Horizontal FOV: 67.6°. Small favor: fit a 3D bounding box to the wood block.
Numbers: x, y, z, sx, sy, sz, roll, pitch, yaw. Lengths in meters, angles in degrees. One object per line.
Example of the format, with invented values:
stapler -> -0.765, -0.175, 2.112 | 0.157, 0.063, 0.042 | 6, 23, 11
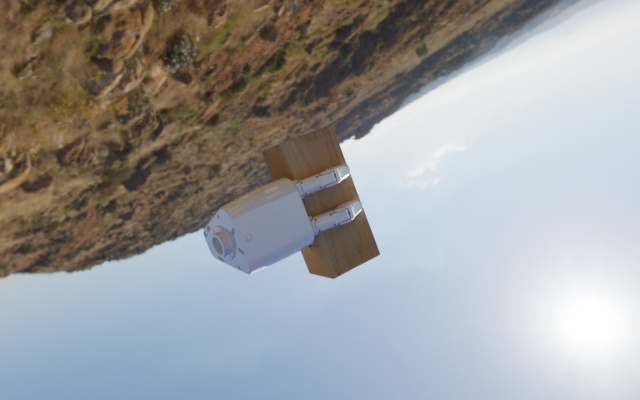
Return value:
wood block -> 0.000, 0.003, 0.724 | 0.090, 0.206, 0.091 | -24, 8, -24
